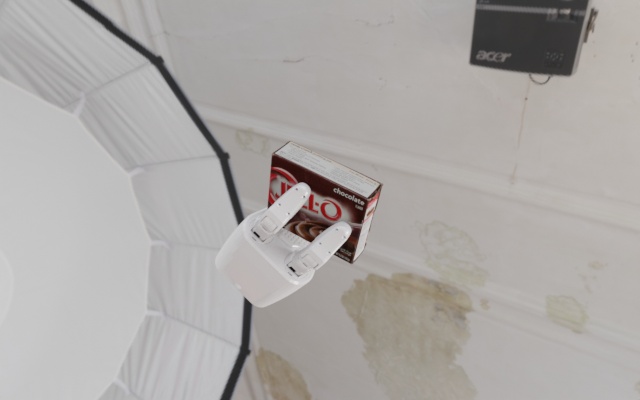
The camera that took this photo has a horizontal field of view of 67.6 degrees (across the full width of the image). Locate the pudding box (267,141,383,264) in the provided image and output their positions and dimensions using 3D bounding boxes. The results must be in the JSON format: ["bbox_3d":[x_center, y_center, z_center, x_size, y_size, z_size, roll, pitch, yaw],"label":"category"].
[{"bbox_3d":[0.000,0.002,0.492,0.113,0.090,0.039,25,43,17],"label":"pudding box"}]
